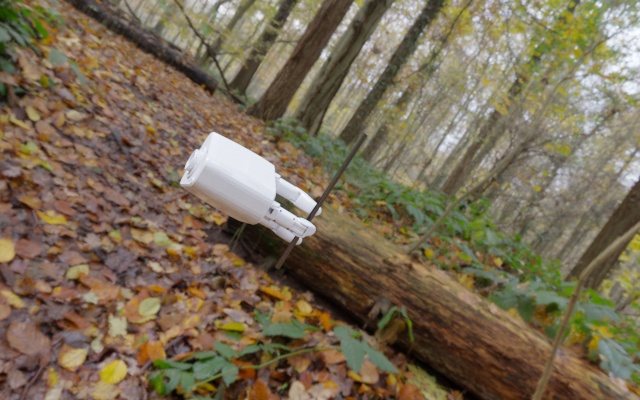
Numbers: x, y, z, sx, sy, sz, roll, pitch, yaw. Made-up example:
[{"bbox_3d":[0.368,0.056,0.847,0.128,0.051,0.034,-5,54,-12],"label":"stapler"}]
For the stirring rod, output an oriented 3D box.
[{"bbox_3d":[0.000,0.002,0.713,0.011,0.239,0.011,33,6,-4],"label":"stirring rod"}]
